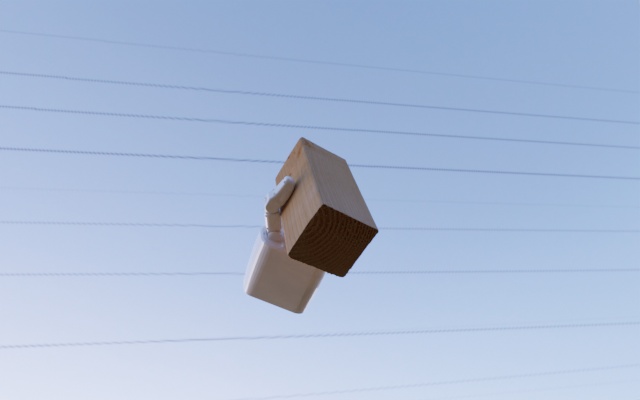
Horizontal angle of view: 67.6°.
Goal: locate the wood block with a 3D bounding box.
[{"bbox_3d":[0.000,0.002,0.694,0.091,0.090,0.206,24,23,-23],"label":"wood block"}]
